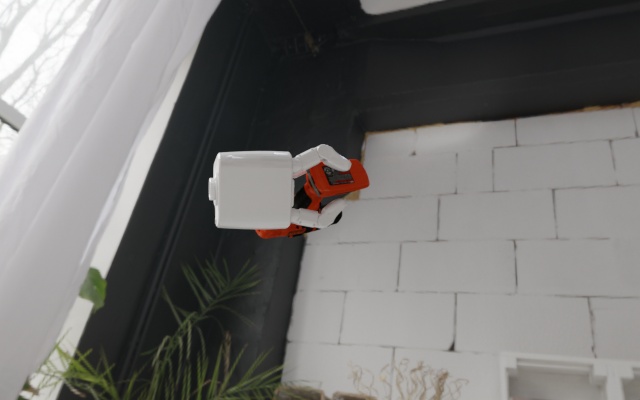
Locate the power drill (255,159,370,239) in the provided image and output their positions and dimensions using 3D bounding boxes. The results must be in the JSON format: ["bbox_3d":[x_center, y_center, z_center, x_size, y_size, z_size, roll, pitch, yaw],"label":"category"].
[{"bbox_3d":[0.000,0.002,0.815,0.184,0.057,0.188,-10,-24,-39],"label":"power drill"}]
